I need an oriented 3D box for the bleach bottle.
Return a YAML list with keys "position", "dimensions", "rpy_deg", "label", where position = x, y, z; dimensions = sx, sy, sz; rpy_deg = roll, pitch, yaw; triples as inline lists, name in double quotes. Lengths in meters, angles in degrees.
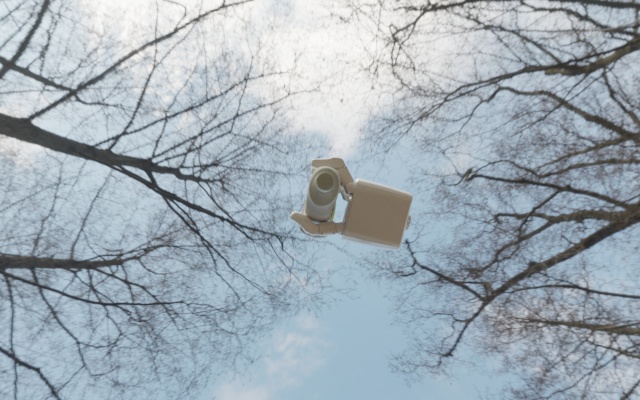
- position: [0.000, 0.003, 0.887]
  dimensions: [0.068, 0.102, 0.251]
  rpy_deg: [14, -12, 0]
  label: "bleach bottle"
